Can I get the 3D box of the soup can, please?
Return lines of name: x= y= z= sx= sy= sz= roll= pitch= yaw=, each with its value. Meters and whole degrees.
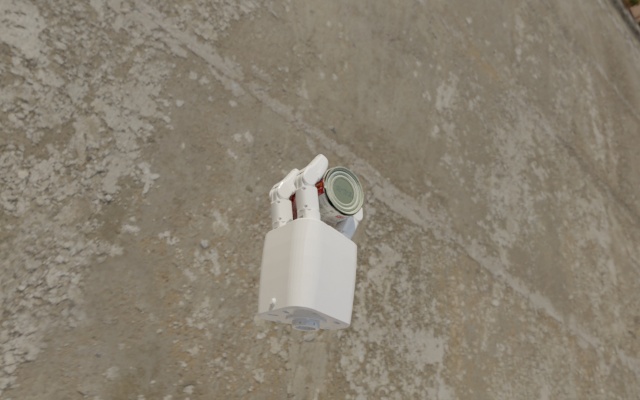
soup can: x=0.000 y=0.002 z=0.643 sx=0.068 sy=0.068 sz=0.102 roll=0 pitch=-17 yaw=-40
